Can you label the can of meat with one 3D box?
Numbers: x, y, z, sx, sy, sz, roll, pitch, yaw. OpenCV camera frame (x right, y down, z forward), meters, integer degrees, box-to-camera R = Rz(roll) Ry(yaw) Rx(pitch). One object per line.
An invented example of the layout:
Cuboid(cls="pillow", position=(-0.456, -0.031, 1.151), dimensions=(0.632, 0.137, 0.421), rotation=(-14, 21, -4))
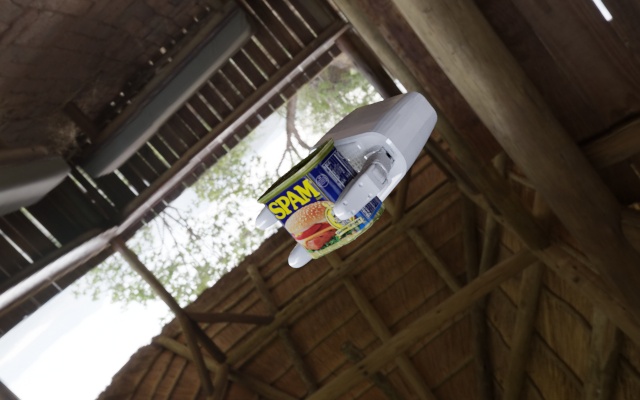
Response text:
Cuboid(cls="can of meat", position=(0.000, 0.002, 0.469), dimensions=(0.102, 0.084, 0.057), rotation=(-32, 14, 45))
